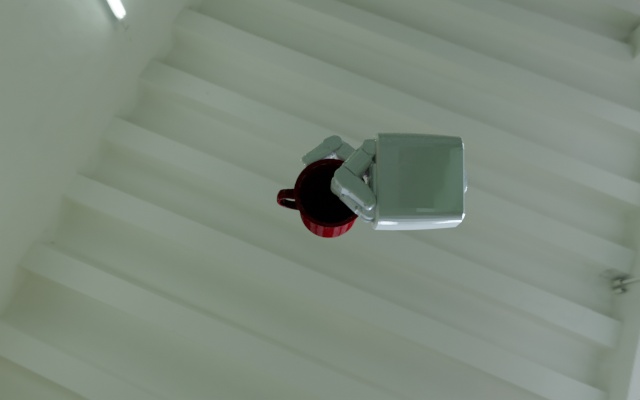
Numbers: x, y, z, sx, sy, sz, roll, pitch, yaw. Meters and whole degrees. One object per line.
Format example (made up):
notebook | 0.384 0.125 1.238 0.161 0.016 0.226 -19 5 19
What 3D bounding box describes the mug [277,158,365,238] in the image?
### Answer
mug | -0.001 0.002 0.639 0.117 0.093 0.081 1 -19 -1
